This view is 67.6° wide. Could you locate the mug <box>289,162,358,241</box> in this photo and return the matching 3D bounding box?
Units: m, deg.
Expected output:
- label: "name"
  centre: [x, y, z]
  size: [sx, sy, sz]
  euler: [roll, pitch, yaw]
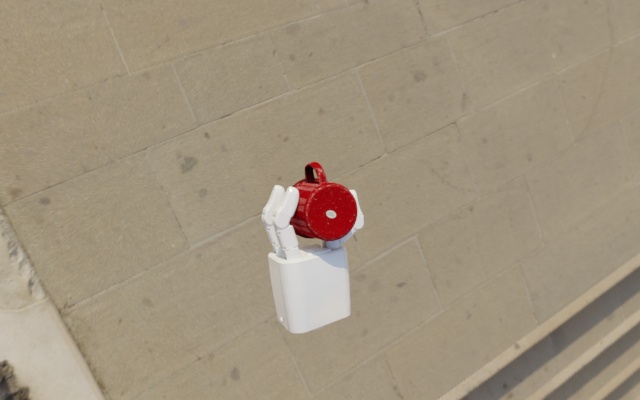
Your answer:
- label: "mug"
  centre: [0.000, 0.001, 0.688]
  size: [0.093, 0.117, 0.081]
  euler: [-10, 7, -21]
